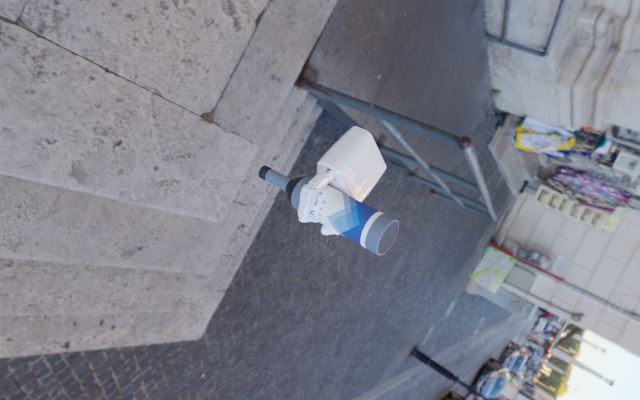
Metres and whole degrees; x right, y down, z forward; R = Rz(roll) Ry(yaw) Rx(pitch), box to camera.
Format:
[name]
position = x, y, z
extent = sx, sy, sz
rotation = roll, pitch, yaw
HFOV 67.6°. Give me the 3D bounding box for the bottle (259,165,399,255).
[bottle]
position = 0.000, 0.003, 0.869
extent = 0.295, 0.069, 0.069
rotation = 28, 15, 30
